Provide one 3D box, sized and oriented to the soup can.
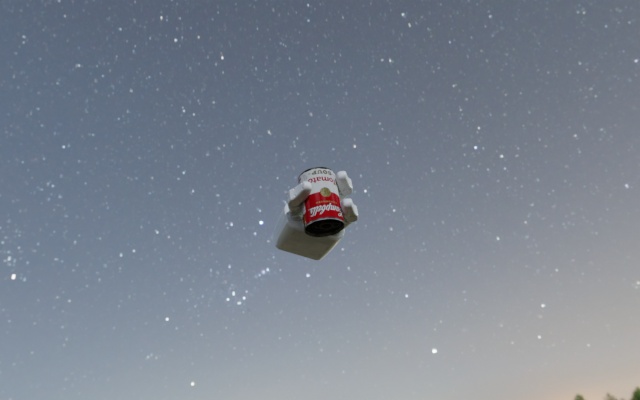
[{"bbox_3d":[0.000,0.002,0.816,0.068,0.102,0.068,-7,-29,-4],"label":"soup can"}]
